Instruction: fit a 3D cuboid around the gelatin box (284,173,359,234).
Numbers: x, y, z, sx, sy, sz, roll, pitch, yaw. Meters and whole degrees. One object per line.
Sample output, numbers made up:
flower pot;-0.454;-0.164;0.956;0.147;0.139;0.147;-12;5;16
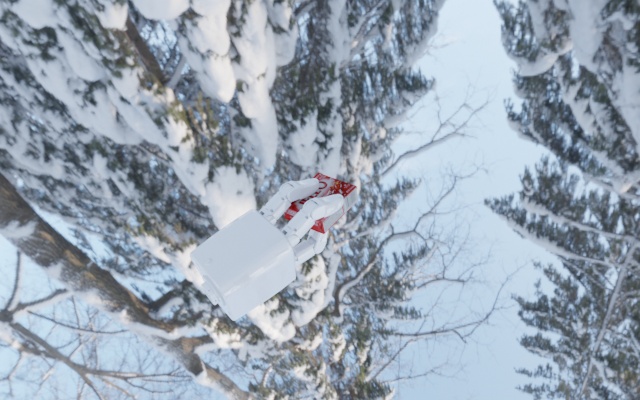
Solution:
gelatin box;0.000;0.002;0.692;0.073;0.030;0.089;21;49;34
